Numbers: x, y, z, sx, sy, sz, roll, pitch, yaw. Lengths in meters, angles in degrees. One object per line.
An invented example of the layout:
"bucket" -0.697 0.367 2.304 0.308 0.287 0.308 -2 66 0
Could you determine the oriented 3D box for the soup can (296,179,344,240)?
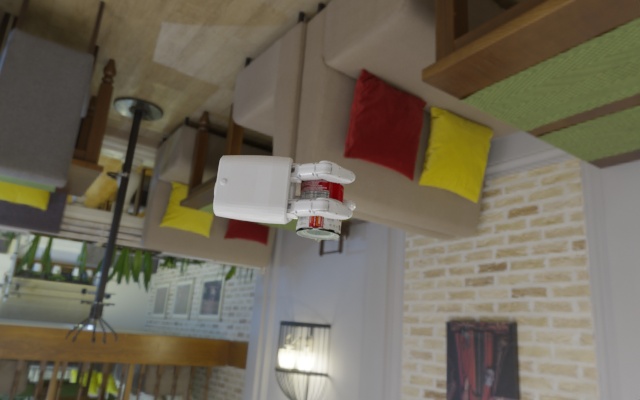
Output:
"soup can" 0.001 0.003 0.719 0.068 0.102 0.068 5 -16 1
